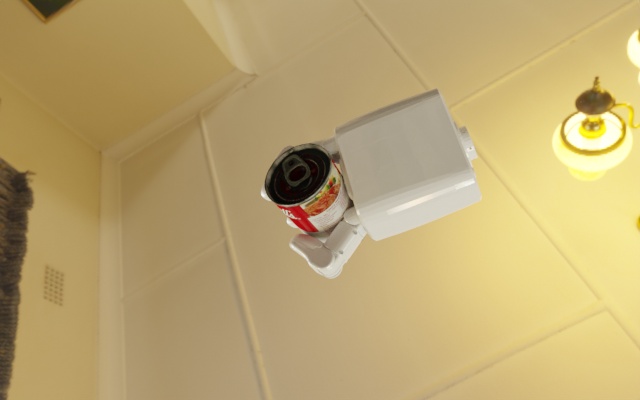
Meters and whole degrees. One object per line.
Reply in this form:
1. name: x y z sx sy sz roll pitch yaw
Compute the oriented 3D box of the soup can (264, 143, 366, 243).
1. soup can: 0.000 0.002 0.467 0.068 0.068 0.102 0 -31 29
